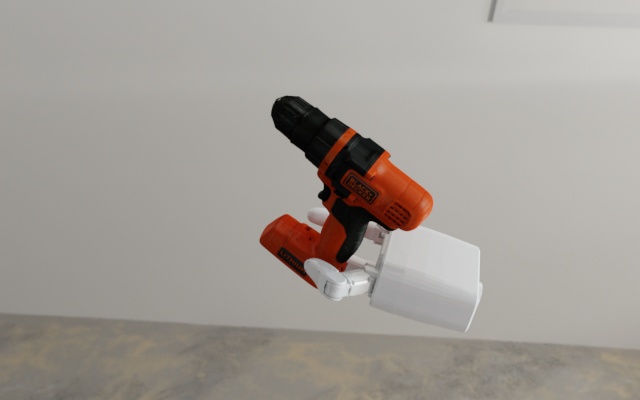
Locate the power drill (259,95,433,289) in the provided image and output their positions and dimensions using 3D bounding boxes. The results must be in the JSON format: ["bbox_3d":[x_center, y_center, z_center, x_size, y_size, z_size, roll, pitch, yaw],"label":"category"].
[{"bbox_3d":[0.000,0.002,0.509,0.057,0.184,0.188,-46,-7,-44],"label":"power drill"}]
